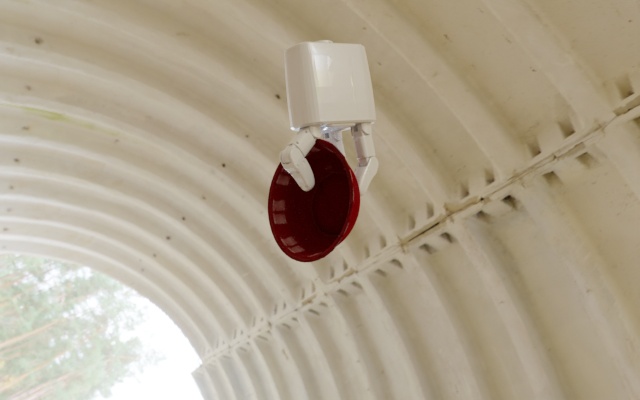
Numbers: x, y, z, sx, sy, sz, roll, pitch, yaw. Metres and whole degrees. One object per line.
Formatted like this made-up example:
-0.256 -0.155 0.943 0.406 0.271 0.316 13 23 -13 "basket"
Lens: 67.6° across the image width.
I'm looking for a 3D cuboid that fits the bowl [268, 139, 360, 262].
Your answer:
0.000 0.003 0.637 0.055 0.162 0.162 8 -6 -44 "bowl"
